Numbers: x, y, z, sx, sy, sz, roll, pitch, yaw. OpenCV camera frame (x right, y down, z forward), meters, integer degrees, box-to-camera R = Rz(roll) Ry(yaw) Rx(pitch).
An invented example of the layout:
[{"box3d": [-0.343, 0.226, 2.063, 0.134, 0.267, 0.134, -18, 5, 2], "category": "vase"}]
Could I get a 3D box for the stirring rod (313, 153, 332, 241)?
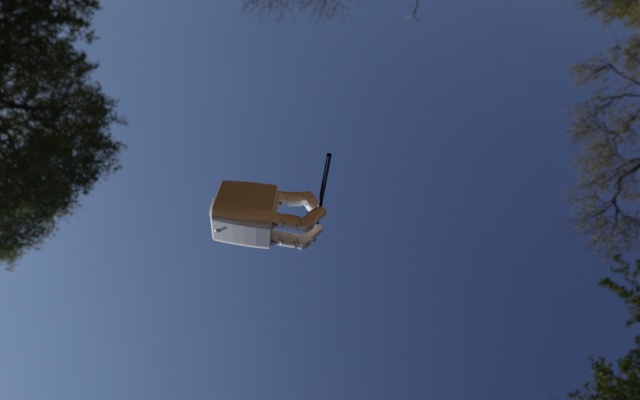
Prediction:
[{"box3d": [0.000, 0.003, 0.838, 0.011, 0.011, 0.240, 0, -38, -8], "category": "stirring rod"}]
